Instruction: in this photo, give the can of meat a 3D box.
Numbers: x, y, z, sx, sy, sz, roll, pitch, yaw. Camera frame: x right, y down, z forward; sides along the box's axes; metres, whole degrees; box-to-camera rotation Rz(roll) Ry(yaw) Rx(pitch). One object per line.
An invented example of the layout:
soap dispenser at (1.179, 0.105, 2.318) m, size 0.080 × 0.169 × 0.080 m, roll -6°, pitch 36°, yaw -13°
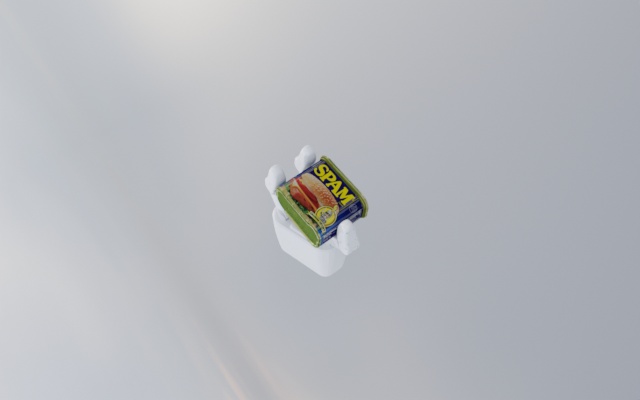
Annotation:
can of meat at (0.000, 0.002, 0.648) m, size 0.084 × 0.102 × 0.057 m, roll -34°, pitch -22°, yaw -18°
